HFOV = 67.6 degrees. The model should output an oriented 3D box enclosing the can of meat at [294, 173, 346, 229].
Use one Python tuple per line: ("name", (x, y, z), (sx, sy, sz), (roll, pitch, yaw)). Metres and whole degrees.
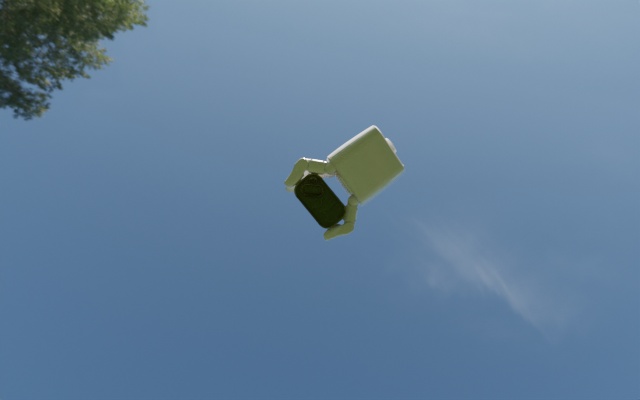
("can of meat", (0.000, 0.003, 0.892), (0.057, 0.102, 0.084), (-40, -3, -1))
